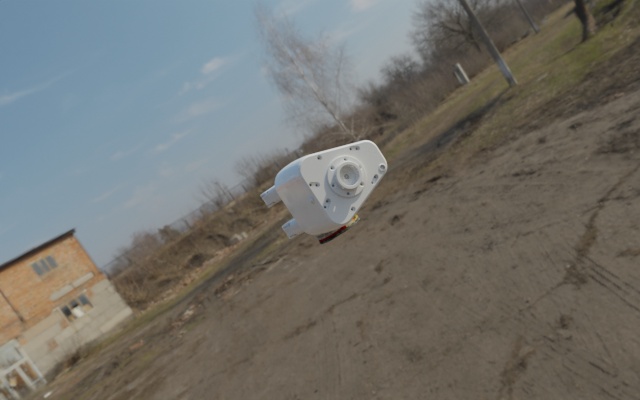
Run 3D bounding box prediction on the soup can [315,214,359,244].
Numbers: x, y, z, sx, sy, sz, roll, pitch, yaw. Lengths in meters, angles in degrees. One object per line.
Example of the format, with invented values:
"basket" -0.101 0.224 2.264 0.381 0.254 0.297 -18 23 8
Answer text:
"soup can" 0.000 0.002 0.686 0.068 0.102 0.068 -33 4 3
